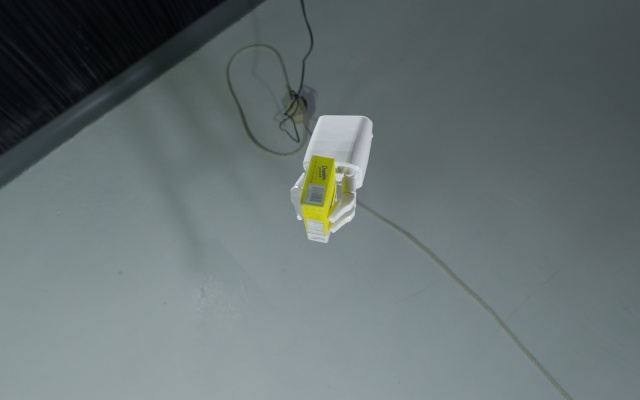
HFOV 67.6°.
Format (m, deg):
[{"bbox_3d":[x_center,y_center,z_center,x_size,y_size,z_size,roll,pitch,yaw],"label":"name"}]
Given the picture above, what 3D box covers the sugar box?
[{"bbox_3d":[0.001,0.003,0.842,0.048,0.093,0.176,10,-22,10],"label":"sugar box"}]
